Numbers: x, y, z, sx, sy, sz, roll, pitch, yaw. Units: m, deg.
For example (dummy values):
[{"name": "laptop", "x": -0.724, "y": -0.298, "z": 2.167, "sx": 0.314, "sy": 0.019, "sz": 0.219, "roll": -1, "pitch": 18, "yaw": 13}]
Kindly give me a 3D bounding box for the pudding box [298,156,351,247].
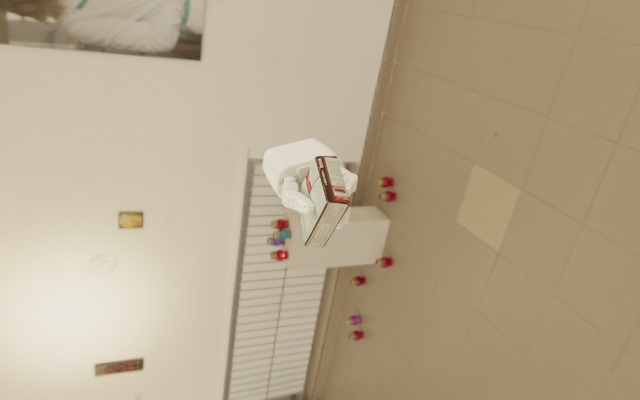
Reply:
[{"name": "pudding box", "x": 0.000, "y": 0.002, "z": 0.710, "sx": 0.039, "sy": 0.090, "sz": 0.114, "roll": 0, "pitch": -37, "yaw": -21}]
